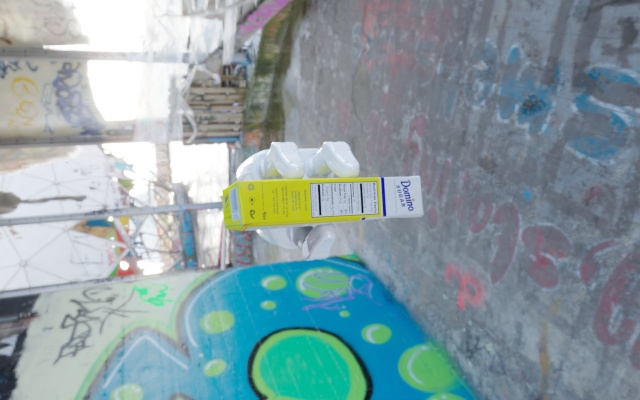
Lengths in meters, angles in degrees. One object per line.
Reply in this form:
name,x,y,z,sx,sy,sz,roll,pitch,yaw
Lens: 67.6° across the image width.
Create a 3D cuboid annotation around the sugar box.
sugar box,0.000,0.001,0.464,0.176,0.048,0.093,-5,-1,-20
